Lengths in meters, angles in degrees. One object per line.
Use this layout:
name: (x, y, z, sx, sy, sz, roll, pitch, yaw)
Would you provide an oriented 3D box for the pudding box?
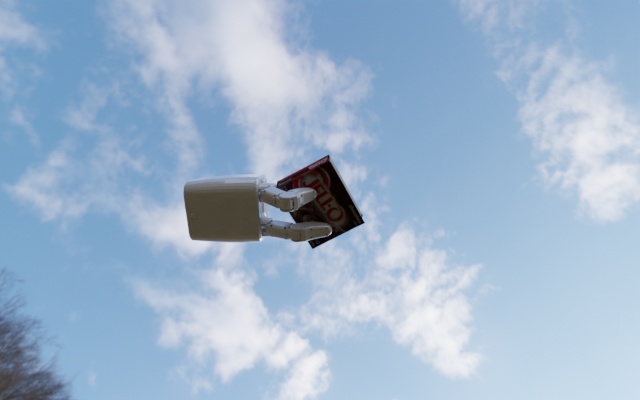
pudding box: (0.000, 0.002, 0.701, 0.090, 0.113, 0.039, -27, 21, 11)
